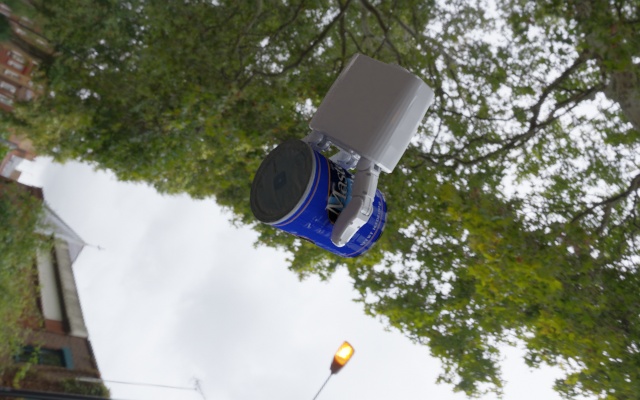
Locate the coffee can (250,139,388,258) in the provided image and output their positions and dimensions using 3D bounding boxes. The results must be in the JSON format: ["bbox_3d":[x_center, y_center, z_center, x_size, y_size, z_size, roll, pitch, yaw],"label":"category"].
[{"bbox_3d":[0.000,0.002,0.583,0.103,0.102,0.140,0,-21,46],"label":"coffee can"}]
